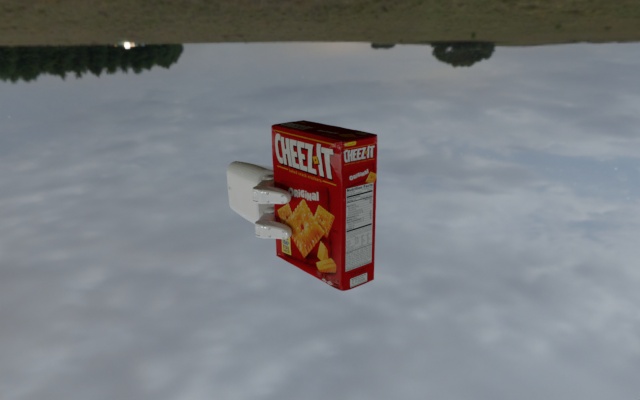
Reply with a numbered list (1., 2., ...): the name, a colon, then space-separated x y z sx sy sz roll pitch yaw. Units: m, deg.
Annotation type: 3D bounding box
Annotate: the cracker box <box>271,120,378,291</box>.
1. cracker box: 0.000 0.002 0.692 0.072 0.214 0.164 -15 23 -36
